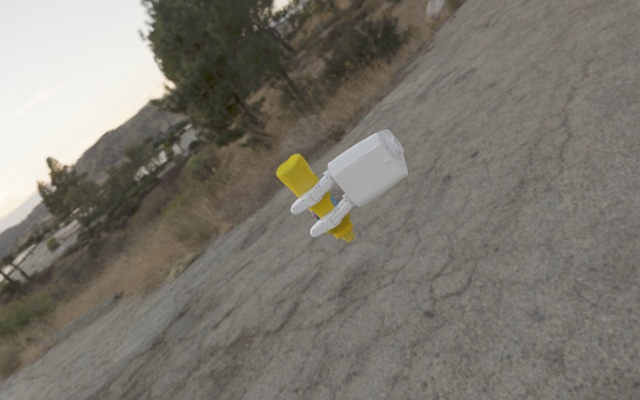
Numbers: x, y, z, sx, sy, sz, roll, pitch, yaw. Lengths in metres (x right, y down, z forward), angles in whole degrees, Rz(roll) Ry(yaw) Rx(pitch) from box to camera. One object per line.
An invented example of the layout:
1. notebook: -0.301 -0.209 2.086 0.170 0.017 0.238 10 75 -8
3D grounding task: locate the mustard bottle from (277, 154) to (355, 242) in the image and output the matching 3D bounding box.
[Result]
1. mustard bottle: 0.000 0.003 0.886 0.058 0.192 0.096 -40 15 1
